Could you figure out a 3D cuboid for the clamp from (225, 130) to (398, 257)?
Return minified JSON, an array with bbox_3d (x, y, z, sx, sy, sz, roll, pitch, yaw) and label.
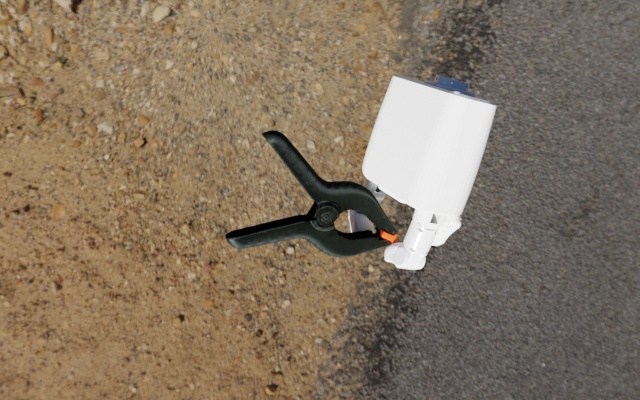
[{"bbox_3d":[0.000,0.002,0.475,0.171,0.120,0.039,9,20,-16],"label":"clamp"}]
